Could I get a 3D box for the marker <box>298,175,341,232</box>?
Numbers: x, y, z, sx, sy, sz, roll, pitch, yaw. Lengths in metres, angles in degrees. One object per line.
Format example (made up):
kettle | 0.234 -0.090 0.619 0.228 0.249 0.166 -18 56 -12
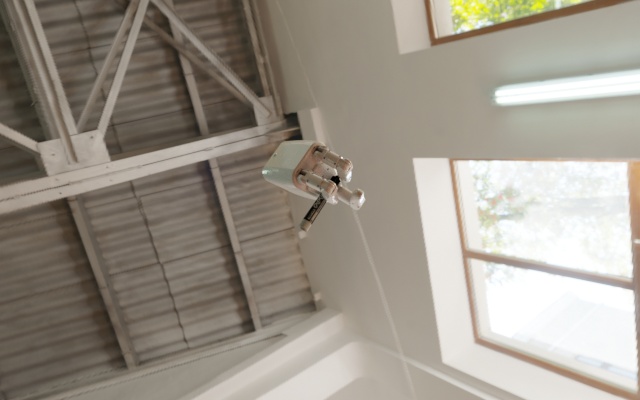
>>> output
marker | 0.000 0.003 0.864 0.020 0.121 0.020 30 -19 11
